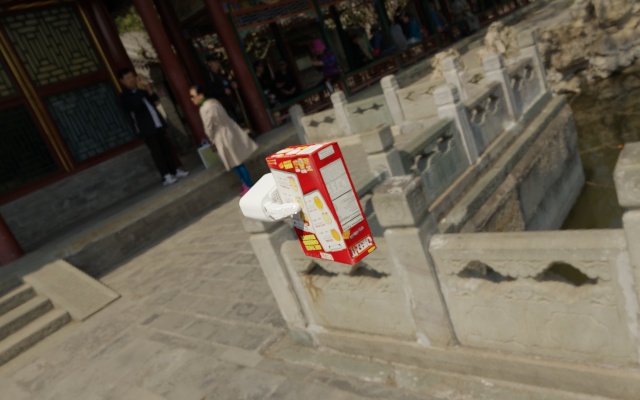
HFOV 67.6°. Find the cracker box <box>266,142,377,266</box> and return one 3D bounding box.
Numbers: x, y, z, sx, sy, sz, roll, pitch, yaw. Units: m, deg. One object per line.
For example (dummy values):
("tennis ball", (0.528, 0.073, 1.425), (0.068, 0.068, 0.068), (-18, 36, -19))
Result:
("cracker box", (0.000, 0.003, 0.883), (0.072, 0.214, 0.164), (-30, 17, -29))
